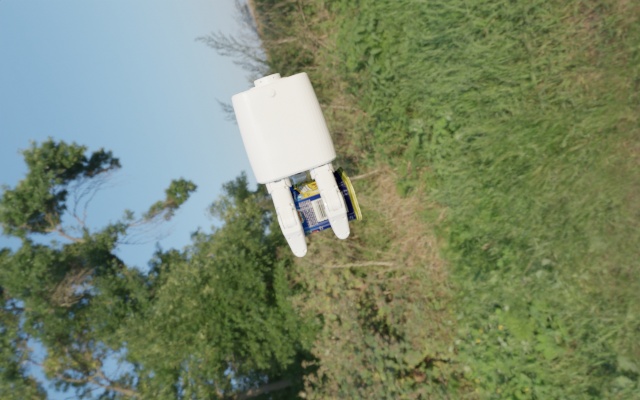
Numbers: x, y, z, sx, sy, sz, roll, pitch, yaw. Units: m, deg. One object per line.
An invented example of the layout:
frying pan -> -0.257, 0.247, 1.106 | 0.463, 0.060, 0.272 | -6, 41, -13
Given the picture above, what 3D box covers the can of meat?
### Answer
can of meat -> 0.000, 0.002, 0.614 | 0.084, 0.057, 0.102 | -18, 16, -1
